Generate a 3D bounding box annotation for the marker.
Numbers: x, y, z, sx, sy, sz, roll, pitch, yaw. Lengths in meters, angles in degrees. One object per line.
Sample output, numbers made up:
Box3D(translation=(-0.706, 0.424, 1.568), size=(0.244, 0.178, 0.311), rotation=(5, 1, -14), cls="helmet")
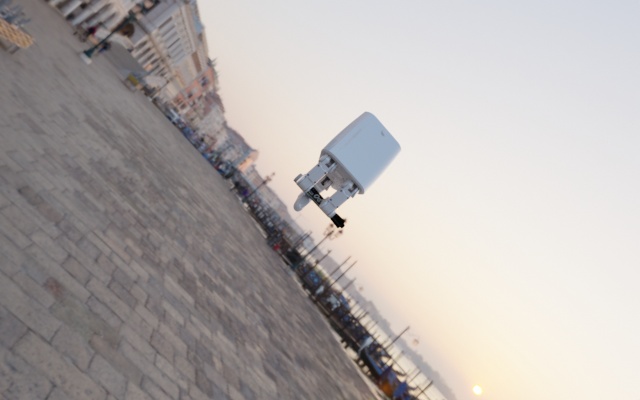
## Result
Box3D(translation=(0.000, 0.003, 0.828), size=(0.020, 0.121, 0.020), rotation=(-41, 10, 9), cls="marker")
